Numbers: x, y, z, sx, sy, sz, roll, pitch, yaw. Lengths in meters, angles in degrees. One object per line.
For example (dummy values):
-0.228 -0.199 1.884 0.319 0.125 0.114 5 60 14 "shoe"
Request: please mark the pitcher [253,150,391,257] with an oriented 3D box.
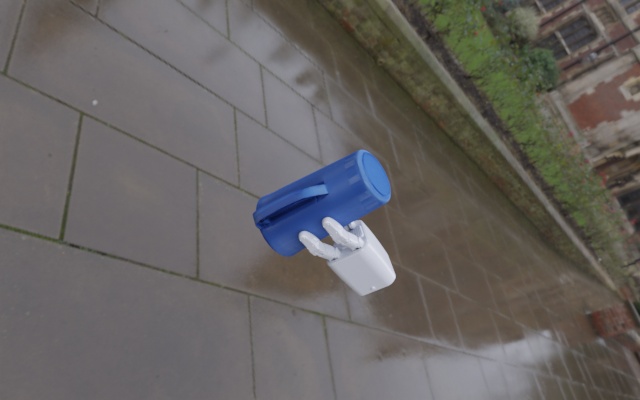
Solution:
0.000 0.003 0.897 0.243 0.145 0.149 -28 24 27 "pitcher"
